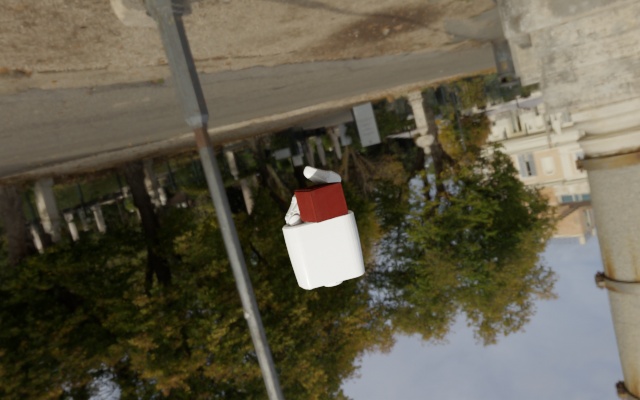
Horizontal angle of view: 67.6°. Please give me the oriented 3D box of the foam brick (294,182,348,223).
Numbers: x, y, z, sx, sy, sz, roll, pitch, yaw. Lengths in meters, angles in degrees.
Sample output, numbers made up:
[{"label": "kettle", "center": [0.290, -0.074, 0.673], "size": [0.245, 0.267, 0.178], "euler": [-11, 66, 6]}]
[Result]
[{"label": "foam brick", "center": [0.000, 0.002, 0.734], "size": [0.053, 0.051, 0.078], "euler": [-15, 6, -20]}]
